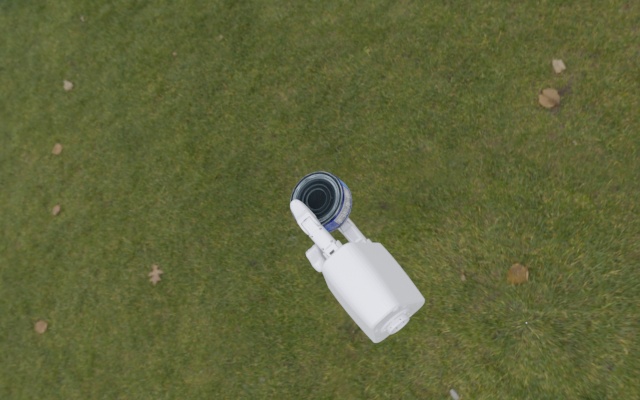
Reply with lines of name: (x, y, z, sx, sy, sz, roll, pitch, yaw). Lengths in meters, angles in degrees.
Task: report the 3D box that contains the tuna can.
tuna can: (0.000, 0.002, 0.683, 0.086, 0.086, 0.034, 0, -17, 27)
